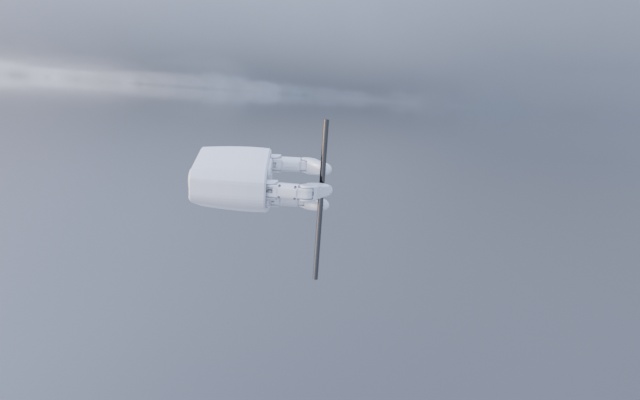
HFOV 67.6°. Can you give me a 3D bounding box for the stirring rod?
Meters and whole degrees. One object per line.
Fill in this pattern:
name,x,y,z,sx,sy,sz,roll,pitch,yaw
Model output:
stirring rod,0.000,0.002,0.702,0.011,0.239,0.011,4,12,-1
